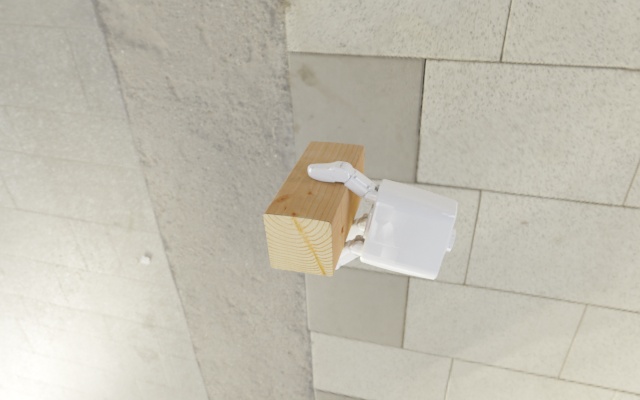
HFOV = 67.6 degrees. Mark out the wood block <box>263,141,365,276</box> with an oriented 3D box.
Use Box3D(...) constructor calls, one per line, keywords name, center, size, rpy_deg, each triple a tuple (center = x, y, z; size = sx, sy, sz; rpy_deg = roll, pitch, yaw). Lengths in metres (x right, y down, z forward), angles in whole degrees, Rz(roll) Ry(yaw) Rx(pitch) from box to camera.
Box3D(name="wood block", center=(0.000, 0.002, 0.687), size=(0.090, 0.091, 0.206), rpy_deg=(6, 34, 14))
